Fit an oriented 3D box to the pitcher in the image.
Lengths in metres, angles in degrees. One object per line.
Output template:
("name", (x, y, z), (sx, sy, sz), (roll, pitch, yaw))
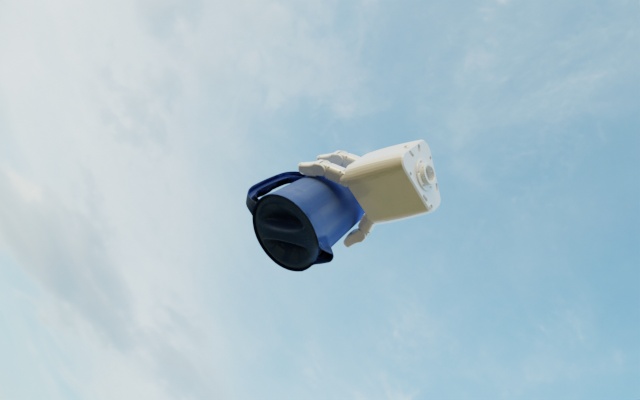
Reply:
("pitcher", (0.000, 0.003, 0.826), (0.145, 0.149, 0.242), (-15, 12, 42))
